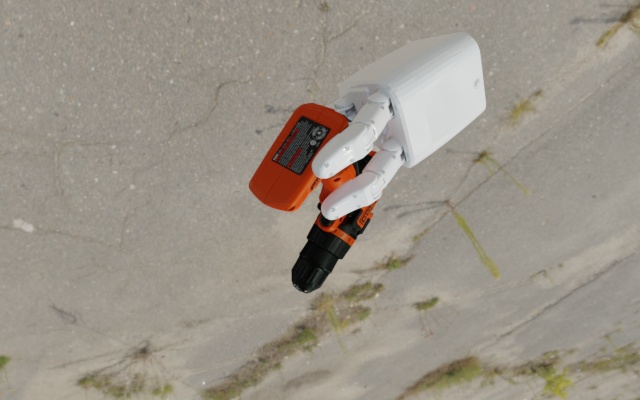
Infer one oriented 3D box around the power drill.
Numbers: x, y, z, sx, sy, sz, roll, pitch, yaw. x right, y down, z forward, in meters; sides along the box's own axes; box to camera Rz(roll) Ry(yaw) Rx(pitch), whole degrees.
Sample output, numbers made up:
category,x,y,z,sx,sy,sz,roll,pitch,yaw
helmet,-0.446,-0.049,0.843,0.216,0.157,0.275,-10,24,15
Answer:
category,x,y,z,sx,sy,sz,roll,pitch,yaw
power drill,0.000,0.001,0.496,0.057,0.184,0.188,27,-9,26
